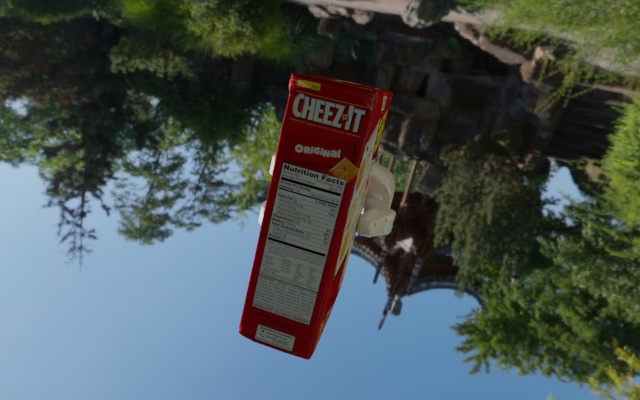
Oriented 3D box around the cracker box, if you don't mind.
[{"bbox_3d":[0.000,0.002,0.427,0.072,0.214,0.164,15,15,8],"label":"cracker box"}]
